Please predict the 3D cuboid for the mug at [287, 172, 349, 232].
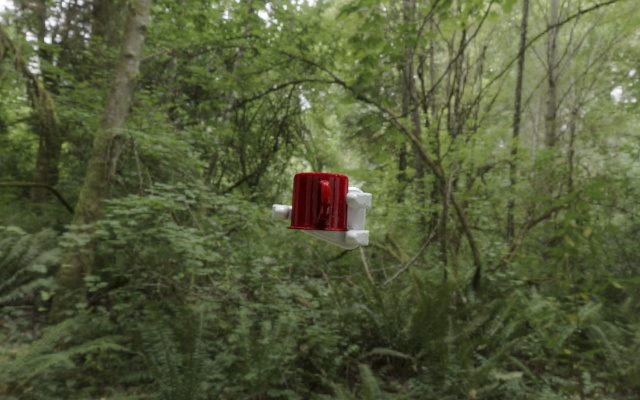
[{"bbox_3d":[0.000,0.002,0.685,0.093,0.081,0.117,3,-3,-4],"label":"mug"}]
